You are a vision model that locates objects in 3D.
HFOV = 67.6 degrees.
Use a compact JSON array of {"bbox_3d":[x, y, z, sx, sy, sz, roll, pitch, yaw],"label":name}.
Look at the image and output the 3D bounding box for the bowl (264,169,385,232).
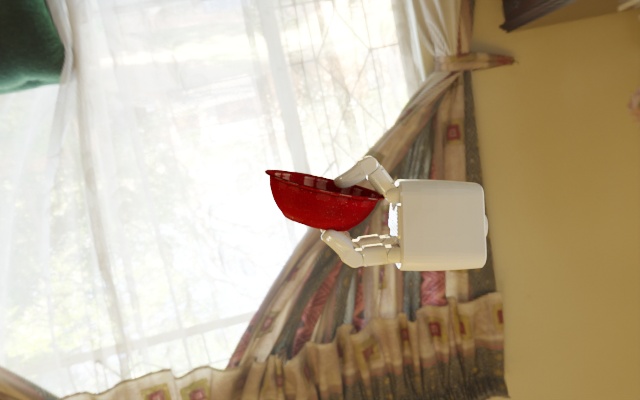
[{"bbox_3d":[-0.001,0.002,0.632,0.162,0.055,0.162,13,8,-2],"label":"bowl"}]
